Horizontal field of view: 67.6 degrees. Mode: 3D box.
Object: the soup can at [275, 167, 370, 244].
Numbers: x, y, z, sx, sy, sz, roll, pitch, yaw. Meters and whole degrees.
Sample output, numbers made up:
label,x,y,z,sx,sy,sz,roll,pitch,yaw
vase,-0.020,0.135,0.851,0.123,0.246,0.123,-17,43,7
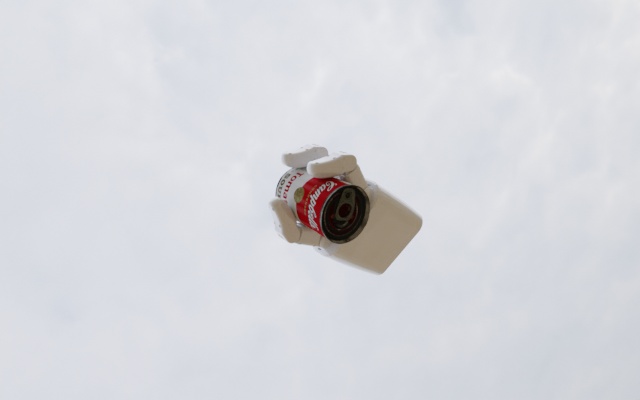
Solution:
label,x,y,z,sx,sy,sz,roll,pitch,yaw
soup can,0.000,0.002,0.559,0.068,0.068,0.102,0,16,-36
